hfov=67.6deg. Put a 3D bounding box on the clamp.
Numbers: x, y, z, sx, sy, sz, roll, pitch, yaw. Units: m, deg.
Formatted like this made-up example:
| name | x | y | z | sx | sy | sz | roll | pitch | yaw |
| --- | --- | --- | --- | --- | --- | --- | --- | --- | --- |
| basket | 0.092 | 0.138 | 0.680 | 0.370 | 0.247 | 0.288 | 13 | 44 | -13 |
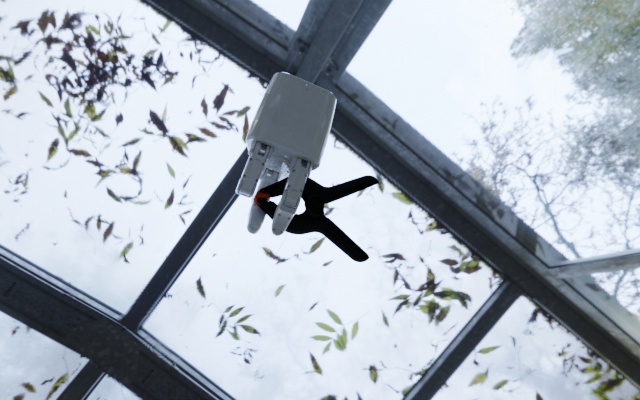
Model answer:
| name | x | y | z | sx | sy | sz | roll | pitch | yaw |
| --- | --- | --- | --- | --- | --- | --- | --- | --- | --- |
| clamp | 0.000 | 0.002 | 0.641 | 0.171 | 0.120 | 0.039 | 21 | -21 | -11 |
